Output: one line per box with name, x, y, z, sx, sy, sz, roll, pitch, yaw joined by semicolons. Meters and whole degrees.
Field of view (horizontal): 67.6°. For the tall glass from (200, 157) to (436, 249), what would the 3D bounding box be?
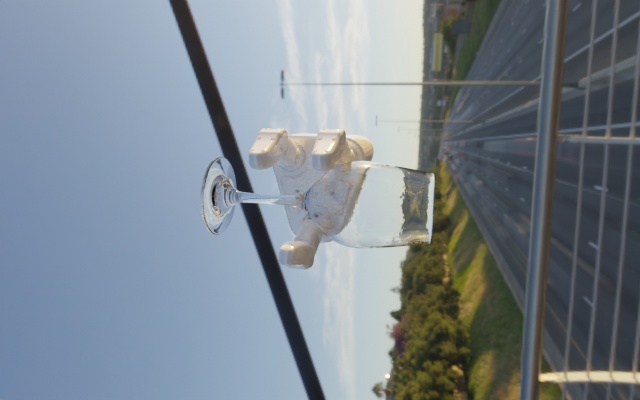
tall glass;-0.001;0.001;0.433;0.201;0.079;0.079;4;1;13
